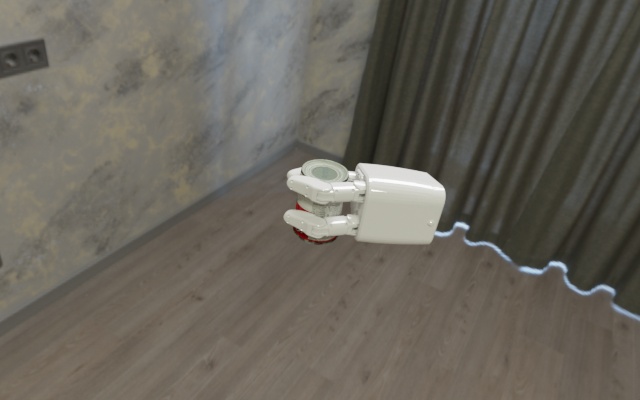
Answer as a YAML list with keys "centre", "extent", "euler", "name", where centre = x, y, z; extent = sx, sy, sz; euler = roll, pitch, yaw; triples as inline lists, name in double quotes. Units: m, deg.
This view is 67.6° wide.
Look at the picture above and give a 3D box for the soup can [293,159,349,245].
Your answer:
- centre: [0.000, 0.002, 0.671]
  extent: [0.068, 0.102, 0.068]
  euler: [6, 33, -4]
  name: "soup can"
